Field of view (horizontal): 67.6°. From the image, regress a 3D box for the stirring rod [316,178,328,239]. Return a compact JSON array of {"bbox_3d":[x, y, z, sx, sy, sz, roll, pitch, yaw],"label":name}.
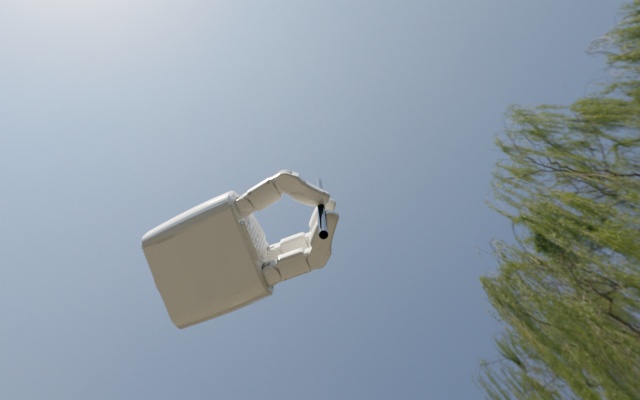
[{"bbox_3d":[0.000,0.002,0.517,0.011,0.011,0.239,0,13,-1],"label":"stirring rod"}]
